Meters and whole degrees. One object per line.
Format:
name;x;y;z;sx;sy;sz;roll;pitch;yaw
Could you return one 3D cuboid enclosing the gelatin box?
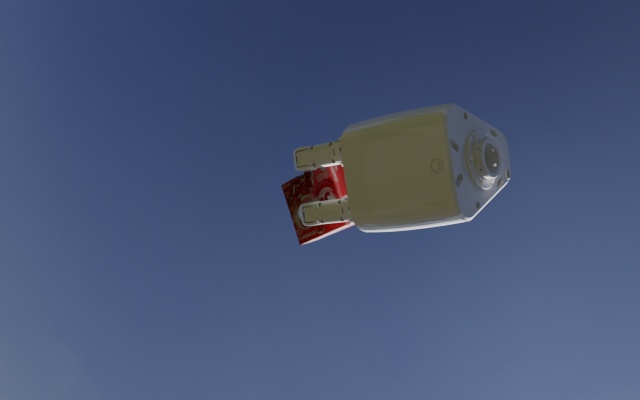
gelatin box;0.000;0.002;0.523;0.030;0.073;0.089;-12;-10;-41
